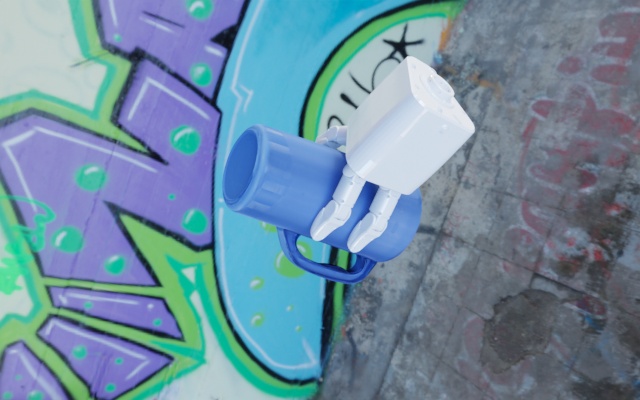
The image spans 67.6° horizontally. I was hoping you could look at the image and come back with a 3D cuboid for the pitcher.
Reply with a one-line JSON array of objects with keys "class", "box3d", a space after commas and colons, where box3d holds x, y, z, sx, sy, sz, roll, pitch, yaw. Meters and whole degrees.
[{"class": "pitcher", "box3d": [0.000, 0.002, 0.616, 0.243, 0.149, 0.145, 18, -46, -32]}]
